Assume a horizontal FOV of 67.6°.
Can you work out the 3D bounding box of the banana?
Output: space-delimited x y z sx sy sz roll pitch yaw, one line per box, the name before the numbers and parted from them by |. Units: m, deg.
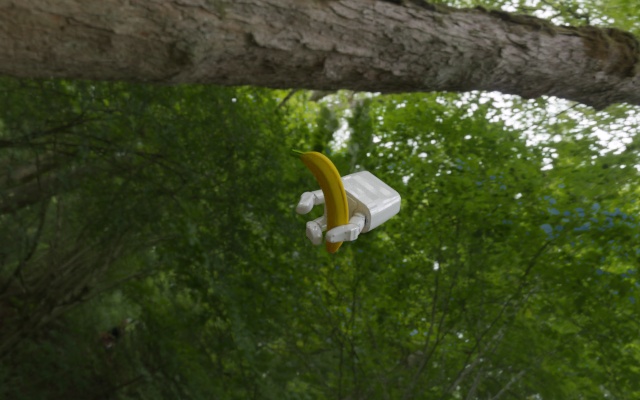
banana | 0.014 -0.003 0.817 0.069 0.198 0.037 -9 16 37
